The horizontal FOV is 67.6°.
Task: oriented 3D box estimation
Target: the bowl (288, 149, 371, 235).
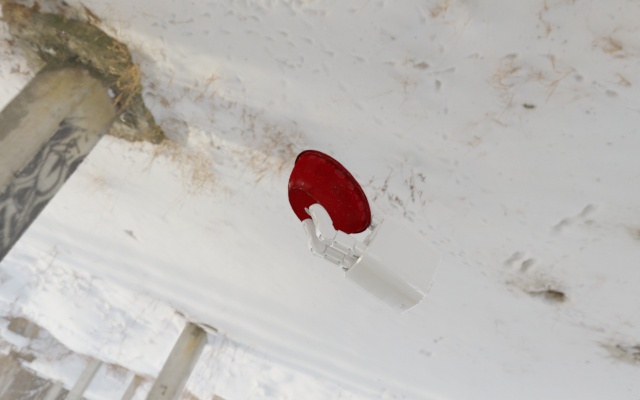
[{"bbox_3d":[-0.001,0.002,0.747,0.055,0.162,0.162,-40,21,-28],"label":"bowl"}]
